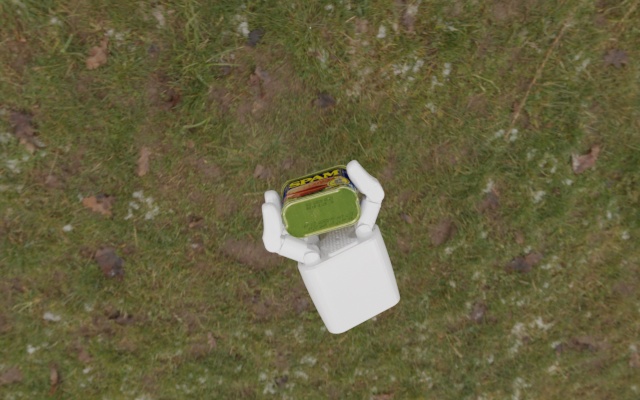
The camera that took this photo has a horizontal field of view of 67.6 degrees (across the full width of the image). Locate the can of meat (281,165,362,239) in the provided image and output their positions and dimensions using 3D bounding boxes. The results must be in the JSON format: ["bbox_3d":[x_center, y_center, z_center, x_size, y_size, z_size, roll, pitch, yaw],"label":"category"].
[{"bbox_3d":[0.000,0.002,0.611,0.102,0.057,0.084,-16,20,5],"label":"can of meat"}]
